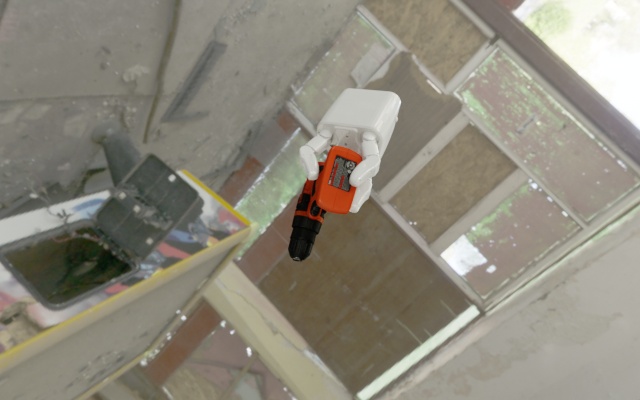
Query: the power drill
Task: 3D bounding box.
[{"bbox_3d":[0.000,0.002,0.778,0.057,0.184,0.188,18,-18,-13],"label":"power drill"}]
